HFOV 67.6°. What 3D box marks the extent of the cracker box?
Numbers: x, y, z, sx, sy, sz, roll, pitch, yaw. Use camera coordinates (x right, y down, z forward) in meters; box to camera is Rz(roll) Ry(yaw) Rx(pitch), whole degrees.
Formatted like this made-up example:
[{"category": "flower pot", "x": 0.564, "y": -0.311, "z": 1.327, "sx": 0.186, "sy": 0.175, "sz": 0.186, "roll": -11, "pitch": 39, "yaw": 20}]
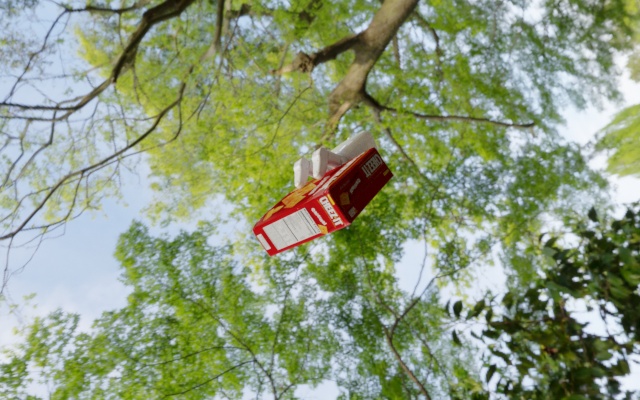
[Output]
[{"category": "cracker box", "x": 0.000, "y": 0.003, "z": 0.840, "sx": 0.214, "sy": 0.072, "sz": 0.164, "roll": -26, "pitch": 13, "yaw": 44}]
